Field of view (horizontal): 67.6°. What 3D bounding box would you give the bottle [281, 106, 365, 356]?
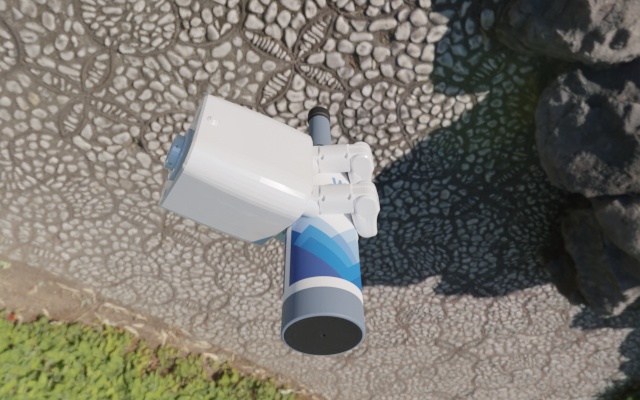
[{"bbox_3d":[0.000,0.002,0.476,0.069,0.295,0.069,-1,-45,-1],"label":"bottle"}]
